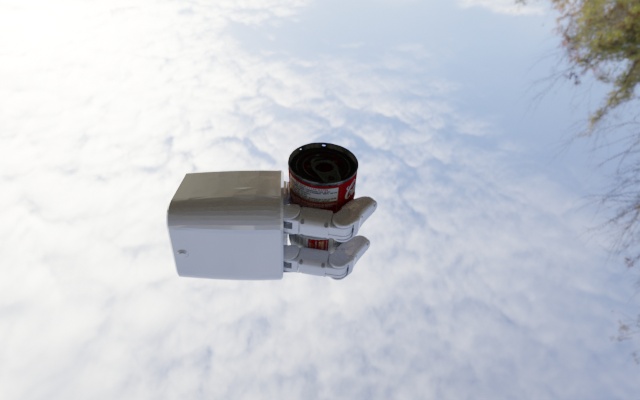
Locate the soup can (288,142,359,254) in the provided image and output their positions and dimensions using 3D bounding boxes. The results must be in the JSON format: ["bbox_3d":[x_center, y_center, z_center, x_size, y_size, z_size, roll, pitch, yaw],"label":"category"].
[{"bbox_3d":[0.001,0.002,0.489,0.068,0.102,0.068,2,40,-2],"label":"soup can"}]
